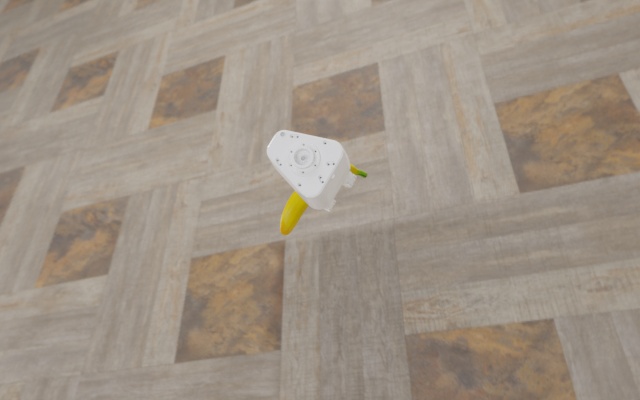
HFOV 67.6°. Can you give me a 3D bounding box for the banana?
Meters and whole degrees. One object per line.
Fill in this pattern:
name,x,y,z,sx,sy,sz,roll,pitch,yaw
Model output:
banana,-0.008,-0.014,0.885,0.198,0.070,0.037,-35,17,2
